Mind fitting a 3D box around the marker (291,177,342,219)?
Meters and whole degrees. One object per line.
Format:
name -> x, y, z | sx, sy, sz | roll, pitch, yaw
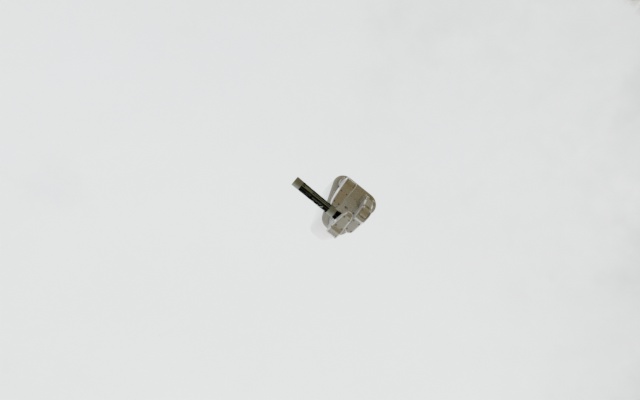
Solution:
marker -> 0.000, 0.003, 0.852 | 0.121, 0.020, 0.020 | 39, -4, -5
